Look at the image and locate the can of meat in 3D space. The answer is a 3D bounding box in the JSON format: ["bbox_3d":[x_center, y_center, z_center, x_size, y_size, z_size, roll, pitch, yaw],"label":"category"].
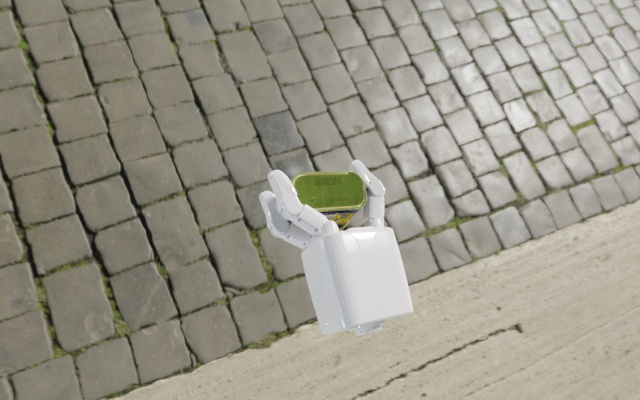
[{"bbox_3d":[0.000,0.002,0.612,0.102,0.057,0.084,-4,-18,-17],"label":"can of meat"}]
